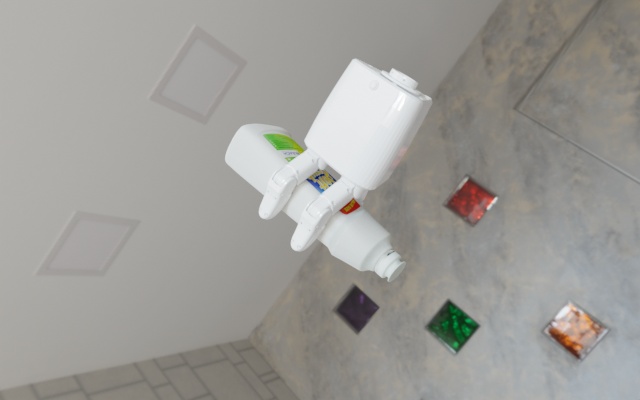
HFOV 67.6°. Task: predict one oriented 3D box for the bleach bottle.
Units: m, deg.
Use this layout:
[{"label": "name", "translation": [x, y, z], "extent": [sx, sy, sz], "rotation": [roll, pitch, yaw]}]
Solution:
[{"label": "bleach bottle", "translation": [0.000, 0.002, 0.564], "extent": [0.250, 0.068, 0.102], "rotation": [41, 22, 26]}]
